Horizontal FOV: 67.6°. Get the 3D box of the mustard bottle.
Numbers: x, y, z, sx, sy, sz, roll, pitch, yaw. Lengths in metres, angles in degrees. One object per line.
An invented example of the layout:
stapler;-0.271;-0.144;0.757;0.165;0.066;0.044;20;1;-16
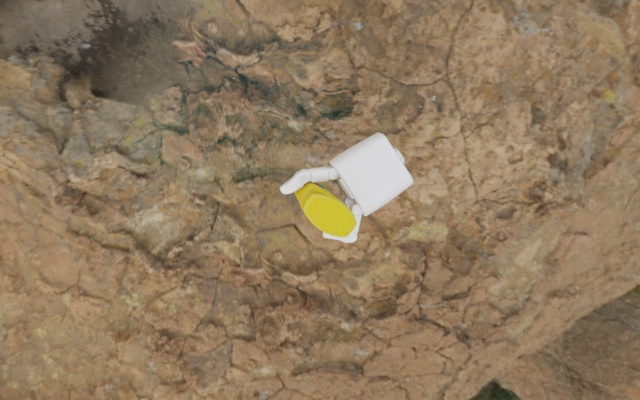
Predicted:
mustard bottle;0.000;0.003;0.858;0.096;0.058;0.191;32;7;-16
